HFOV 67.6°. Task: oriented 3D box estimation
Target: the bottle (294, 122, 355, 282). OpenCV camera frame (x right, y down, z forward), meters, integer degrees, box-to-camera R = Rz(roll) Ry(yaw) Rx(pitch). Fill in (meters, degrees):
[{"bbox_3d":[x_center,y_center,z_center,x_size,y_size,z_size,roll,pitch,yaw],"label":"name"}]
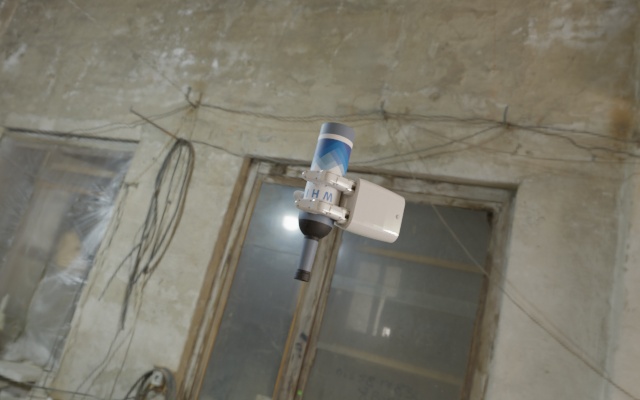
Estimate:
[{"bbox_3d":[0.000,0.003,0.882,0.069,0.295,0.069,13,-14,3],"label":"bottle"}]
